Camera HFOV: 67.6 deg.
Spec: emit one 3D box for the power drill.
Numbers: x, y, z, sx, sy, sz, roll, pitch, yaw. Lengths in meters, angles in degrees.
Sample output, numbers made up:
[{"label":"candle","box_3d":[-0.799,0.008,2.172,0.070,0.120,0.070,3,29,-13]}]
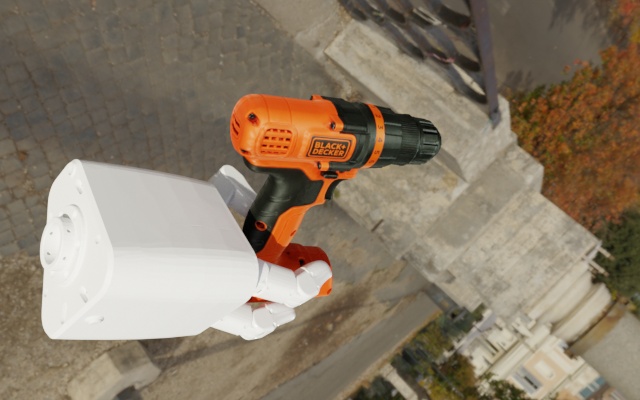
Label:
[{"label":"power drill","box_3d":[0.000,0.002,0.412,0.184,0.188,0.057,2,34,-28]}]
